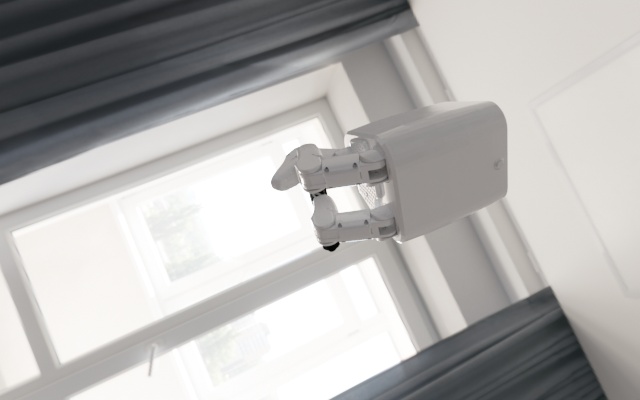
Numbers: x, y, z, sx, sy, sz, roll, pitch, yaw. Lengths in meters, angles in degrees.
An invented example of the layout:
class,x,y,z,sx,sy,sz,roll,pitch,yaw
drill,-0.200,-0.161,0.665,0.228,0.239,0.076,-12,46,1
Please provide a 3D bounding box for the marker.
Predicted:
class,x,y,z,sx,sy,sz,roll,pitch,yaw
marker,0.000,0.002,0.463,0.020,0.121,0.020,-10,33,7
